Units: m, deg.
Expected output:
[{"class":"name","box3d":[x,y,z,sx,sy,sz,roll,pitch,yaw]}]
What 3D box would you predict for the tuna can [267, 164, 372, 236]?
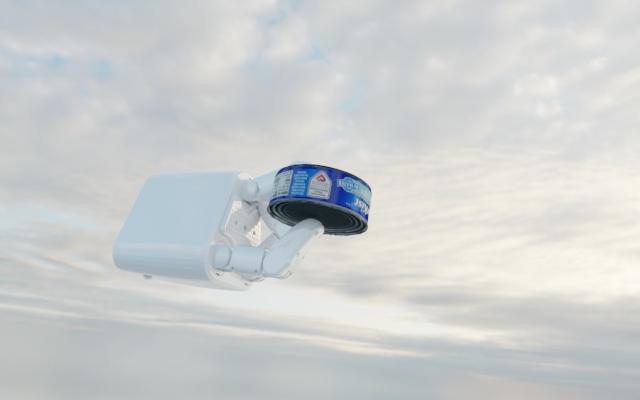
[{"class":"tuna can","box3d":[0.000,0.001,0.403,0.086,0.033,0.086,10,-19,3]}]
